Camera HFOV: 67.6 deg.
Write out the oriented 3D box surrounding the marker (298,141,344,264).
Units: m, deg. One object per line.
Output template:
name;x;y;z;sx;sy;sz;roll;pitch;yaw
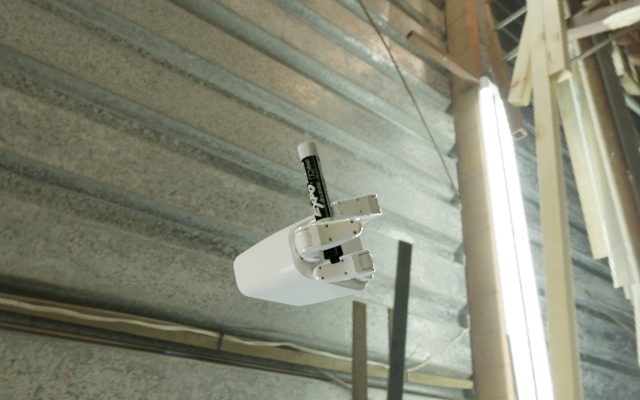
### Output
marker;0.000;0.001;0.459;0.020;0.121;0.020;-13;-15;-4
